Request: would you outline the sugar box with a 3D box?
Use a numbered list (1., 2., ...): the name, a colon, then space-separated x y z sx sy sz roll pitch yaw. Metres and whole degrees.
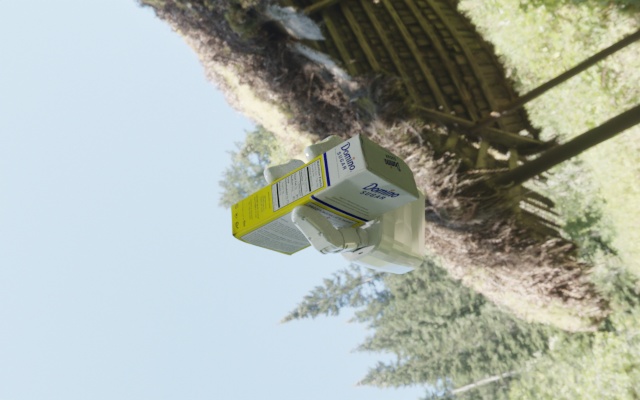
1. sugar box: 0.000 0.001 0.488 0.176 0.048 0.093 -28 -33 30
